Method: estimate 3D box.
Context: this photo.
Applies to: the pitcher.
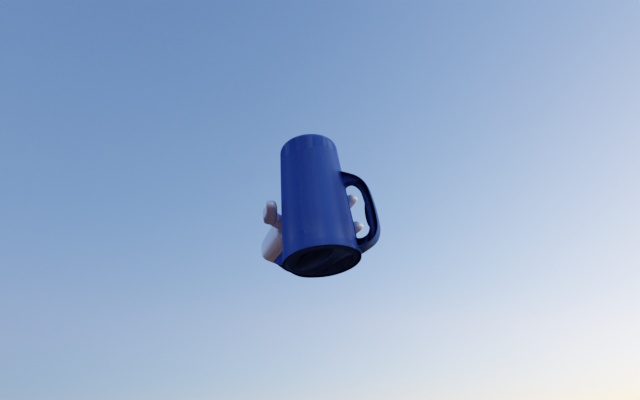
[{"bbox_3d":[0.000,0.003,0.845,0.149,0.242,0.145,8,-33,-24],"label":"pitcher"}]
